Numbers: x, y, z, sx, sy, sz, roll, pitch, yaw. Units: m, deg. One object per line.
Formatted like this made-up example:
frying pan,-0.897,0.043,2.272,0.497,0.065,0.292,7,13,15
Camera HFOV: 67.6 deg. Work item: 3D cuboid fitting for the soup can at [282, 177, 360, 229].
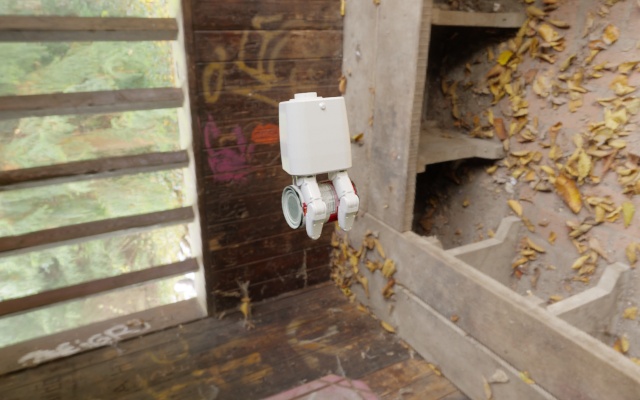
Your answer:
soup can,0.000,0.003,0.738,0.102,0.068,0.068,-11,5,-28
